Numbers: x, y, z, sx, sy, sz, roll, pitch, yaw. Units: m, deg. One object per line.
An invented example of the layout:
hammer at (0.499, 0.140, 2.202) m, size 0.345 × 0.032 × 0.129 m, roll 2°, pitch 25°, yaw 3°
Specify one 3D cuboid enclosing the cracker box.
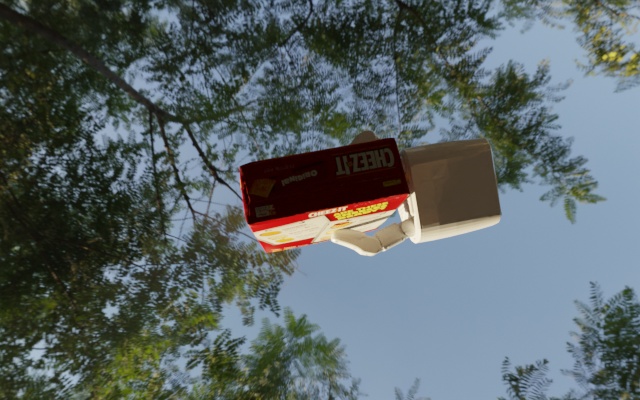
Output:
cracker box at (0.000, 0.002, 0.571) m, size 0.164 × 0.072 × 0.214 m, roll -11°, pitch -13°, yaw -4°
